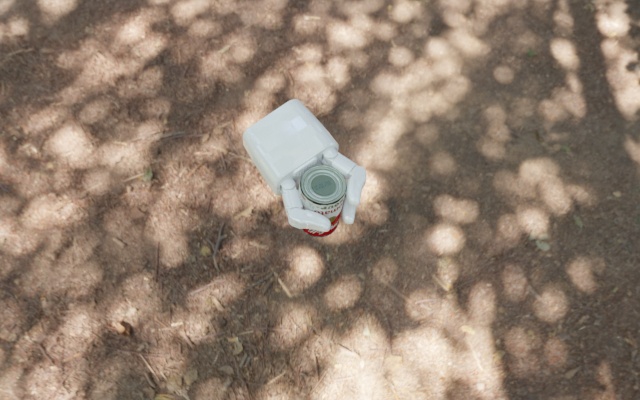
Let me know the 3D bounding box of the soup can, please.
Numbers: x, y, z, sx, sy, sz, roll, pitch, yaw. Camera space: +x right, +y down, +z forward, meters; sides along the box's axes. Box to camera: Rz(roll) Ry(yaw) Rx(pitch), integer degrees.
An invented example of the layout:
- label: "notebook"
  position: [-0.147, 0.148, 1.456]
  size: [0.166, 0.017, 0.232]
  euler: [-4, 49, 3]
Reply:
- label: "soup can"
  position: [0.000, 0.003, 0.708]
  size: [0.068, 0.068, 0.102]
  euler: [0, -31, -6]
